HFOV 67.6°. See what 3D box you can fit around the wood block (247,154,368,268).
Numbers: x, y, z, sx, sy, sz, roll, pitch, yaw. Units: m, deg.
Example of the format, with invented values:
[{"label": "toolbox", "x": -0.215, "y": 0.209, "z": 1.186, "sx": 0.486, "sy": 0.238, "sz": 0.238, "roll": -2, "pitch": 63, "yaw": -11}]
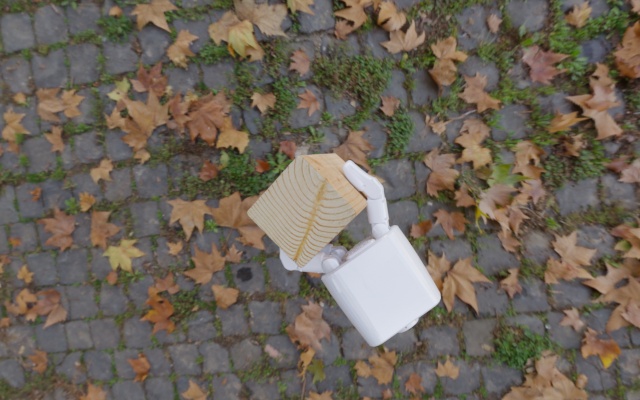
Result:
[{"label": "wood block", "x": 0.001, "y": 0.002, "z": 0.609, "sx": 0.091, "sy": 0.090, "sz": 0.206, "roll": -46, "pitch": -4, "yaw": 13}]
